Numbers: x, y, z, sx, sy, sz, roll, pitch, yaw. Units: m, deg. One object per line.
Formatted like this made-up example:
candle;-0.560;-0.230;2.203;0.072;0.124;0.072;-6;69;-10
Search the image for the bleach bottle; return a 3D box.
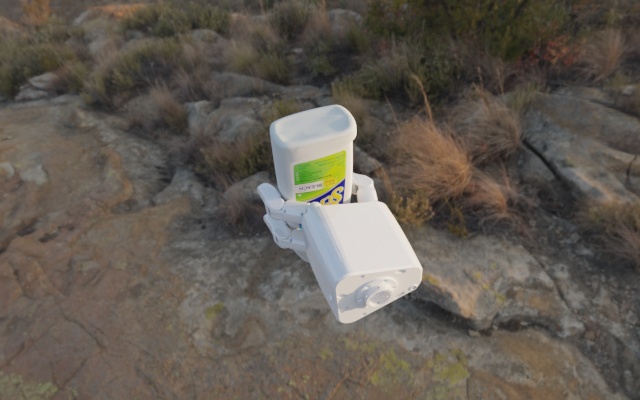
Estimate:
bleach bottle;0.000;0.002;0.634;0.102;0.251;0.068;-15;45;-8
